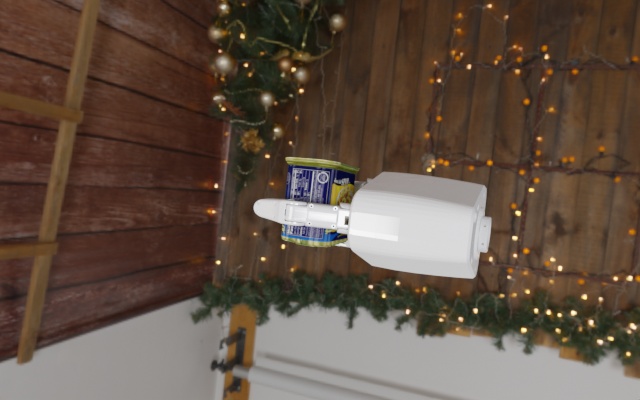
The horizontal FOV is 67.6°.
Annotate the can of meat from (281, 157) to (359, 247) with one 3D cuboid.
[{"bbox_3d":[0.000,0.002,0.502,0.057,0.084,0.102,6,2,20],"label":"can of meat"}]
